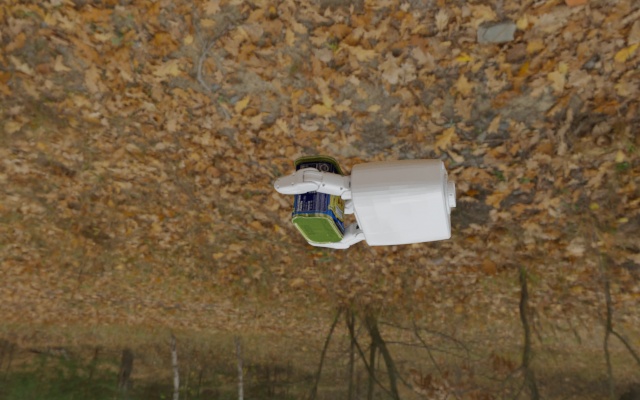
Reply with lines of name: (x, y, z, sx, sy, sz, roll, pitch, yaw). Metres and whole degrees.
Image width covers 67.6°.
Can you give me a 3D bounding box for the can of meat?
can of meat: (0.000, 0.002, 0.625, 0.057, 0.084, 0.102, -3, -25, 16)
